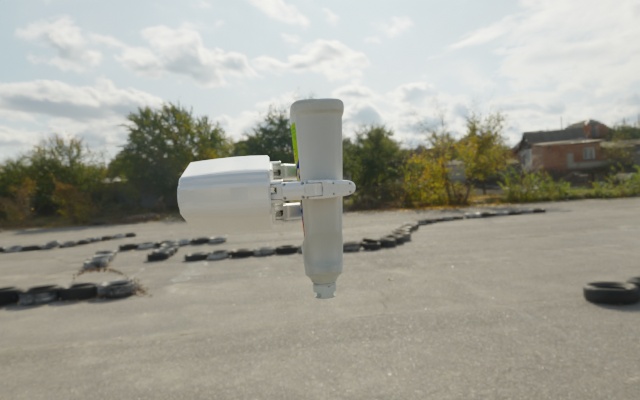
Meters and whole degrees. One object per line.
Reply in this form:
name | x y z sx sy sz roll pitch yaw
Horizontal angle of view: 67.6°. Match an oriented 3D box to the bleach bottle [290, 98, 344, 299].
bleach bottle | 0.000 0.002 0.621 0.068 0.251 0.102 -3 1 -6
